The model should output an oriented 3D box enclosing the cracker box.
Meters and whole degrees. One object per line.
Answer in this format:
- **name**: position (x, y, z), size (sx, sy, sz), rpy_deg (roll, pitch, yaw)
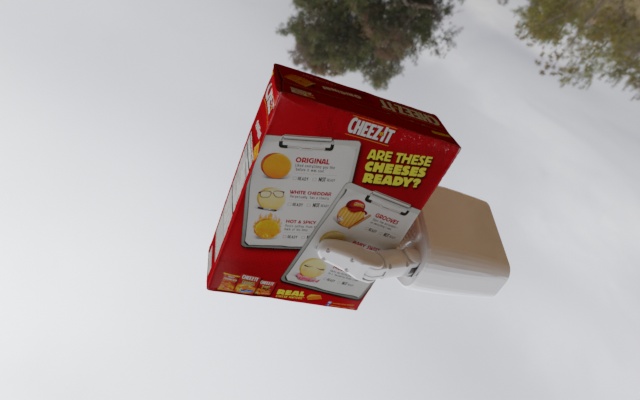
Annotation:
- **cracker box**: position (0.000, 0.002, 0.449), size (0.164, 0.214, 0.072), rpy_deg (13, 33, -21)
